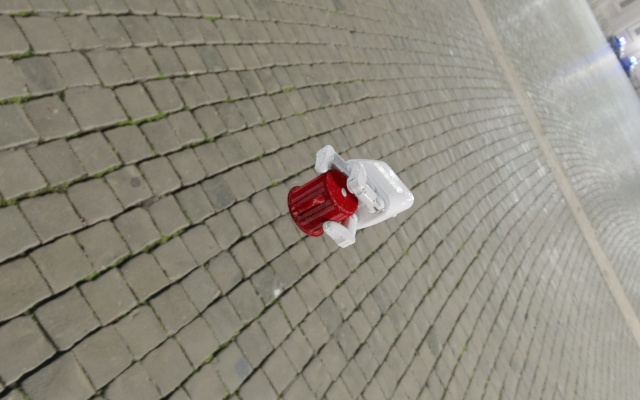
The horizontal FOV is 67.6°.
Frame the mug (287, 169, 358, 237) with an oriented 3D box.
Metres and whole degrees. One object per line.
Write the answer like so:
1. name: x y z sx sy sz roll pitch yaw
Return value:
1. mug: -0.001 0.002 0.763 0.081 0.093 0.117 -30 -11 33
